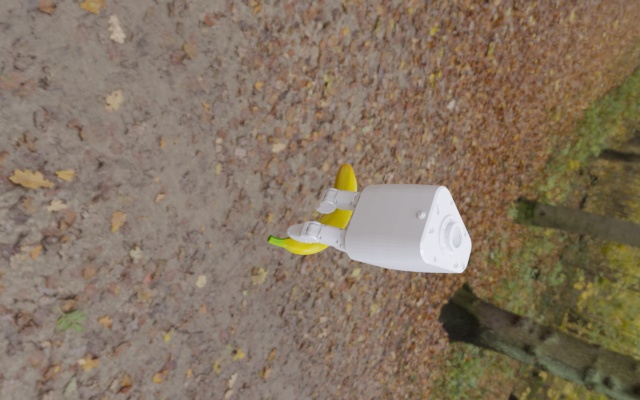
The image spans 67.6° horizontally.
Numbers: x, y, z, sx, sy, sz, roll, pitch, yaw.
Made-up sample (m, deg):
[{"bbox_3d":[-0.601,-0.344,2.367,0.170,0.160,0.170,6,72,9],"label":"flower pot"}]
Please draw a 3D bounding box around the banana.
[{"bbox_3d":[0.010,0.019,0.690,0.037,0.069,0.197,-30,12,50],"label":"banana"}]
